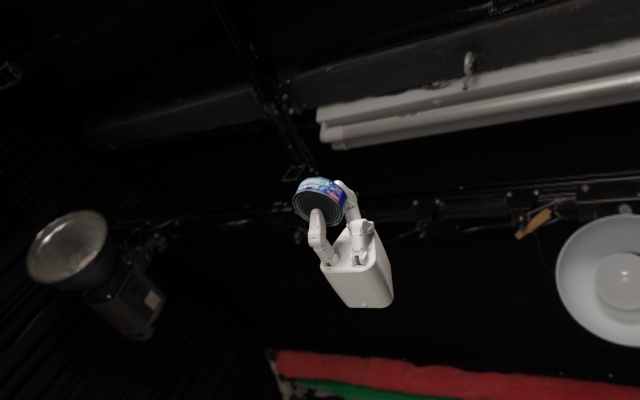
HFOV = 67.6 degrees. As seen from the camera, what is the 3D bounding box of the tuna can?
[{"bbox_3d":[0.000,0.002,0.772,0.086,0.033,0.086,15,-38,12],"label":"tuna can"}]
